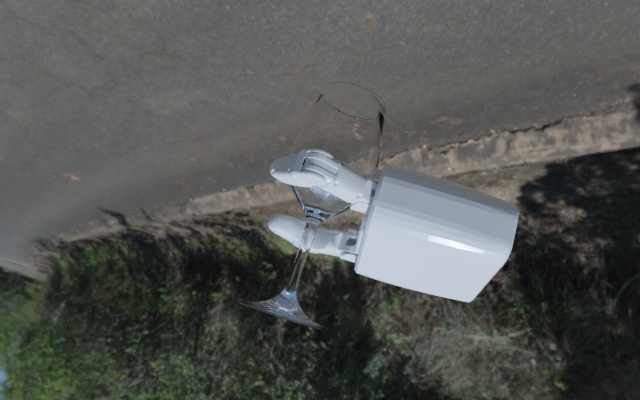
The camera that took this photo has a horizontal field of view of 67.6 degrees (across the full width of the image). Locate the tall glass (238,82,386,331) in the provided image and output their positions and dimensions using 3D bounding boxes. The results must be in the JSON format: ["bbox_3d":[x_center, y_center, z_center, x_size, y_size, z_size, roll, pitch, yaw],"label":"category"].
[{"bbox_3d":[0.000,0.002,0.406,0.079,0.201,0.079,17,-16,5],"label":"tall glass"}]
